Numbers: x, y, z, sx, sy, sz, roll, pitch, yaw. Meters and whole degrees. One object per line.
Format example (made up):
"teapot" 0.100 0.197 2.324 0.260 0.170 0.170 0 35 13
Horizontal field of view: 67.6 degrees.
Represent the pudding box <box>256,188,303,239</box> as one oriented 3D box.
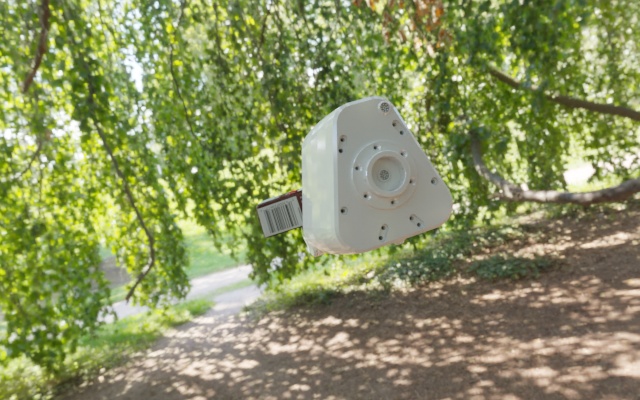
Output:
"pudding box" 0.000 0.002 0.508 0.113 0.039 0.090 -16 0 16
